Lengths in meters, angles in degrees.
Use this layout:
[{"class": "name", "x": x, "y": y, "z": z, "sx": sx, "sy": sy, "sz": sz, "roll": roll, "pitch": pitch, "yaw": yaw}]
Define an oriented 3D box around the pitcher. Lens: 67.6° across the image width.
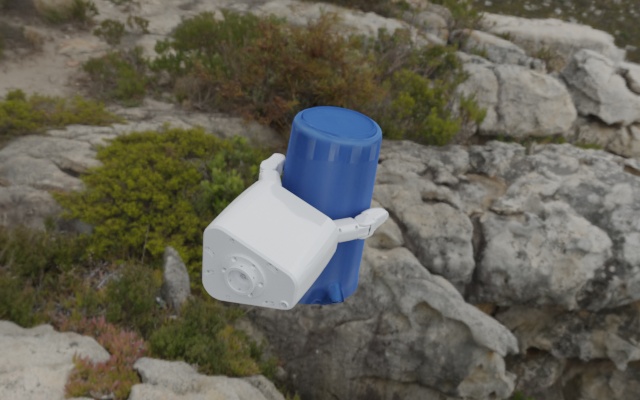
[{"class": "pitcher", "x": 0.000, "y": 0.002, "z": 0.633, "sx": 0.149, "sy": 0.243, "sz": 0.145, "roll": 20, "pitch": 32, "yaw": 16}]
